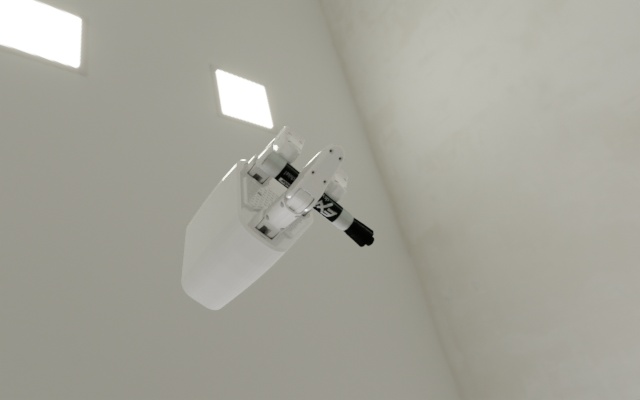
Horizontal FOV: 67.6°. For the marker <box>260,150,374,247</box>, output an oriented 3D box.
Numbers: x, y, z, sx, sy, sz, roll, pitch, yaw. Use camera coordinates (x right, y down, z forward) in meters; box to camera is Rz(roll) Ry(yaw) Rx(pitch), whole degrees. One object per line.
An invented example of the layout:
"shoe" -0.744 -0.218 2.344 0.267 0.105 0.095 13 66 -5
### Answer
"marker" 0.000 0.001 0.415 0.121 0.020 0.020 39 -12 -15
